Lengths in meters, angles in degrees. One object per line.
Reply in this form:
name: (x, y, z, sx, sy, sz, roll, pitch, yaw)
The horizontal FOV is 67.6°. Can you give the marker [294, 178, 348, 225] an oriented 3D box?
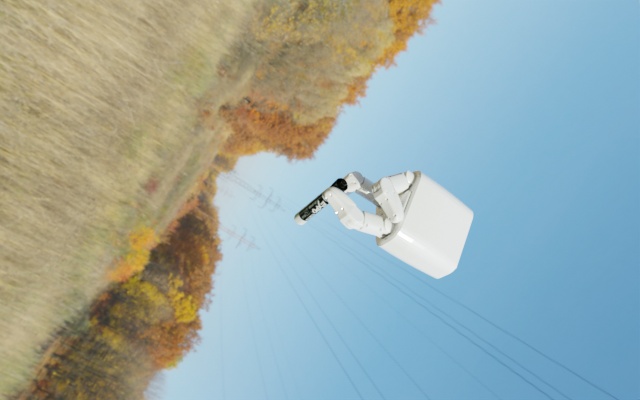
marker: (0.000, 0.002, 0.654, 0.020, 0.020, 0.121, 0, -25, -34)
